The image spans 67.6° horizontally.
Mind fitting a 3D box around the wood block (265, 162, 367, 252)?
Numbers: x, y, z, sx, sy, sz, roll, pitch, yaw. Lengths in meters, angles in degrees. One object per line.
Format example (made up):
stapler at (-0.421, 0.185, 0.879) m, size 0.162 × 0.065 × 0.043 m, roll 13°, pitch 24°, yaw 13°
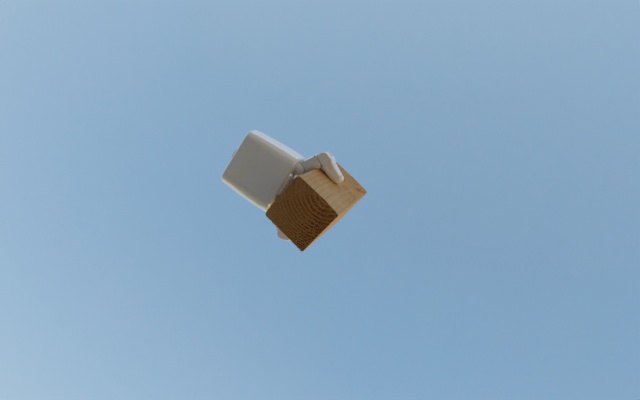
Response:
wood block at (0.000, 0.002, 0.837) m, size 0.091 × 0.090 × 0.206 m, roll -47°, pitch -5°, yaw 21°
